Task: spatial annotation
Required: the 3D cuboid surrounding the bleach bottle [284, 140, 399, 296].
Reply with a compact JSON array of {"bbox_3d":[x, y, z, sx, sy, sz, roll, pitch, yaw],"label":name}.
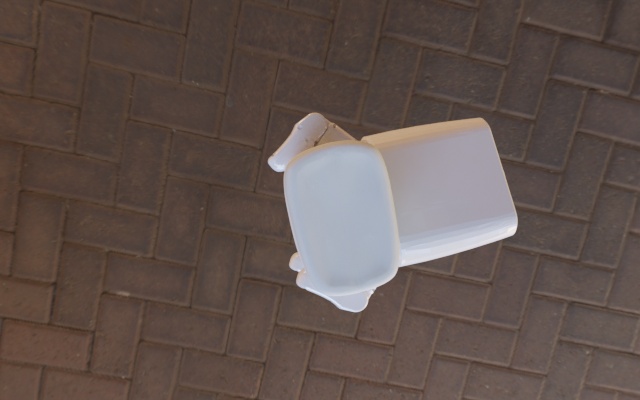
[{"bbox_3d":[0.000,0.001,0.422,0.068,0.102,0.251,-13,8,-6],"label":"bleach bottle"}]
